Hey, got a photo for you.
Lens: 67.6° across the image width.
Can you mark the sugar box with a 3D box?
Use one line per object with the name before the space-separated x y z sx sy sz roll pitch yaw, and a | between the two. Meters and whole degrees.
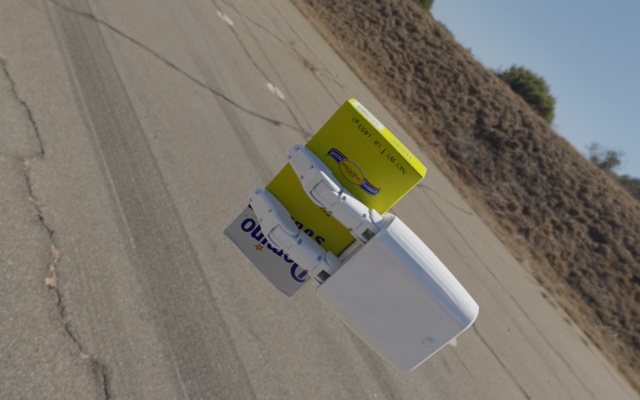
sugar box | 0.000 0.002 0.439 0.176 0.093 0.048 -45 -1 20
